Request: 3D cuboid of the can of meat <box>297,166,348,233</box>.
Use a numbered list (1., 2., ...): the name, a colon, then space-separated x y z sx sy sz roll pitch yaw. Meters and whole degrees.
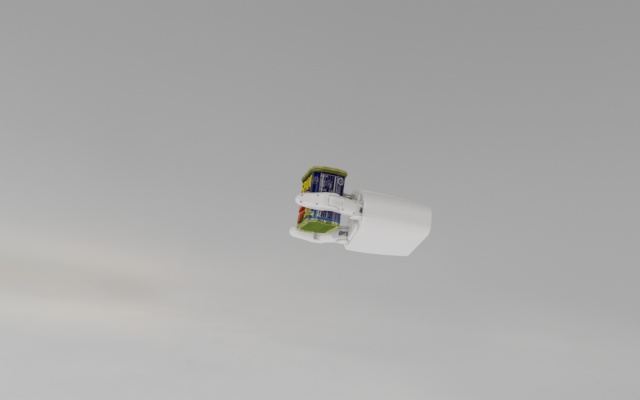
1. can of meat: 0.000 0.003 0.731 0.057 0.084 0.102 10 -13 -12
